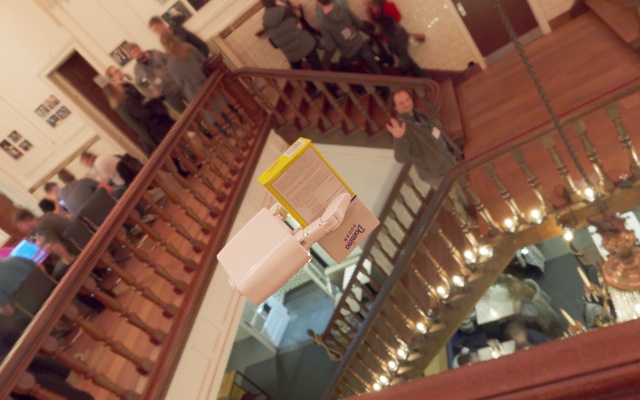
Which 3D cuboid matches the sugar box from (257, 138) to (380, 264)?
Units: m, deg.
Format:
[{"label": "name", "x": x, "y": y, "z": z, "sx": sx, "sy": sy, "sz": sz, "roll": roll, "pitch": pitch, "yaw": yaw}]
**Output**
[{"label": "sugar box", "x": 0.000, "y": 0.002, "z": 0.709, "sx": 0.176, "sy": 0.093, "sz": 0.048, "roll": 49, "pitch": -7, "yaw": -26}]
